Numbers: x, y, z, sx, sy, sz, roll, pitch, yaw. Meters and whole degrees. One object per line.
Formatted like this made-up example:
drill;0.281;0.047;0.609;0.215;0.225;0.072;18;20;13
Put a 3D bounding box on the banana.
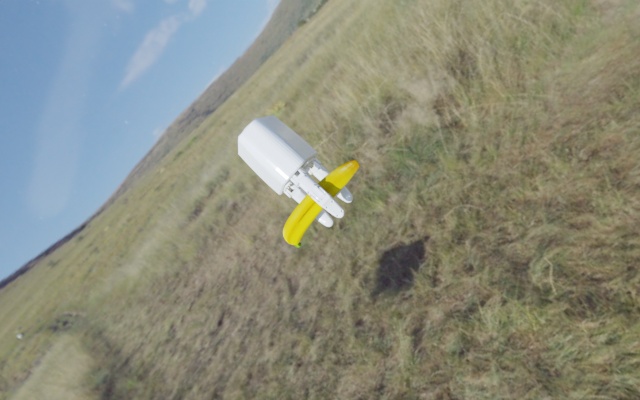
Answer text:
banana;-0.010;0.009;0.791;0.037;0.198;0.069;43;25;12
